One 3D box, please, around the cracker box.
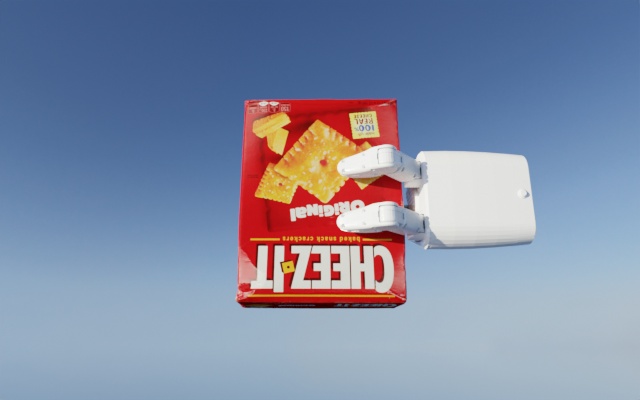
[{"bbox_3d":[0.000,0.002,0.498,0.164,0.213,0.072,0,-17,-1],"label":"cracker box"}]
